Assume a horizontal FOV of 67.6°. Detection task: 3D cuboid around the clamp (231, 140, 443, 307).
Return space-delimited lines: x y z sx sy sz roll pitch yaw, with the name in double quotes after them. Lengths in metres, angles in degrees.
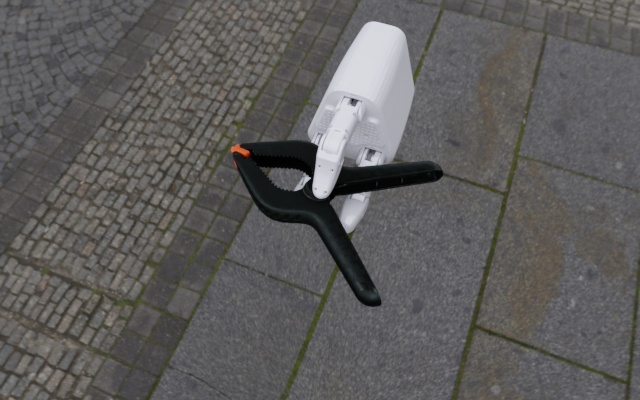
0.000 0.001 0.469 0.210 0.164 0.036 18 -29 10 "clamp"
